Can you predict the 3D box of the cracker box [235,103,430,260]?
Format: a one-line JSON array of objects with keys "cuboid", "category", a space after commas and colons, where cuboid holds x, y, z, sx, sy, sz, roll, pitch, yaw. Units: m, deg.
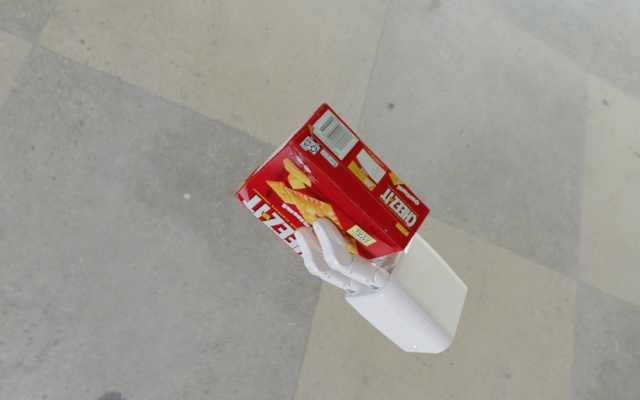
[{"cuboid": [0.000, 0.002, 0.576, 0.072, 0.164, 0.214, -51, 10, -28], "category": "cracker box"}]
